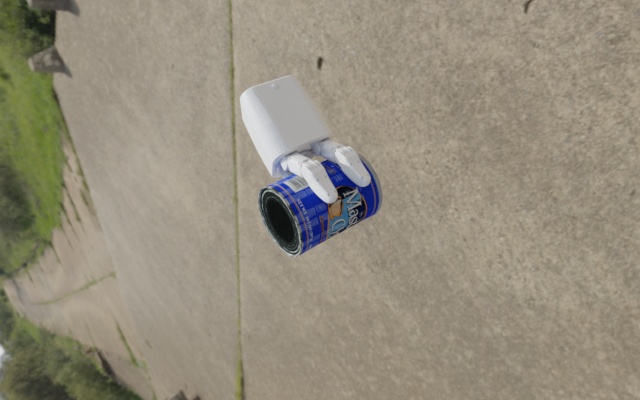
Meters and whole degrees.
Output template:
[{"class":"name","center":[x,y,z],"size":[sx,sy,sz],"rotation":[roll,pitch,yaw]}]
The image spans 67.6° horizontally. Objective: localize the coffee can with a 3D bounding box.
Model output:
[{"class":"coffee can","center":[0.000,0.002,0.660],"size":[0.140,0.103,0.103],"rotation":[-26,13,-28]}]
